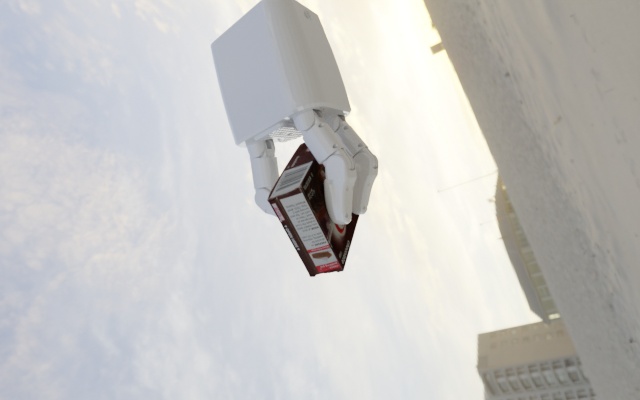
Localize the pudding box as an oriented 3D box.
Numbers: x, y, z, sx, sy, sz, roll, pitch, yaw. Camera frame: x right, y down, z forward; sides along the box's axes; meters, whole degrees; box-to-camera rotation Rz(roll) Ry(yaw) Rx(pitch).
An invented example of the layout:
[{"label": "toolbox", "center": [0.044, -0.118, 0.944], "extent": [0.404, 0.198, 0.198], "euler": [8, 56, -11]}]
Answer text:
[{"label": "pudding box", "center": [0.000, 0.001, 0.449], "extent": [0.039, 0.090, 0.113], "euler": [-16, 26, 26]}]
